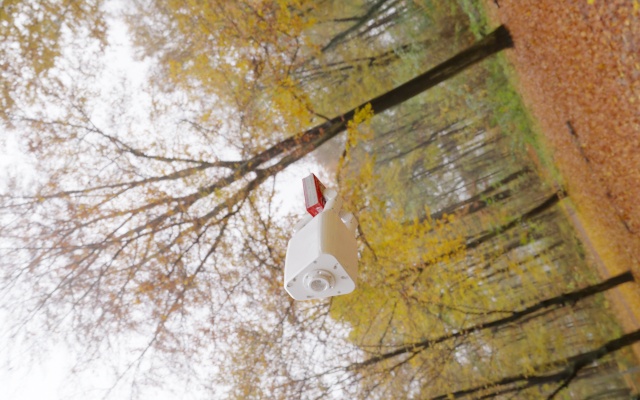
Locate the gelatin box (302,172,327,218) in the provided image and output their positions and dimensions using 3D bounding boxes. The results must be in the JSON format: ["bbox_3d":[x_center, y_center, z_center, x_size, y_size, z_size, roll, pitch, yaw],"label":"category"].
[{"bbox_3d":[0.000,0.003,0.882,0.030,0.089,0.073,-29,-49,16],"label":"gelatin box"}]
